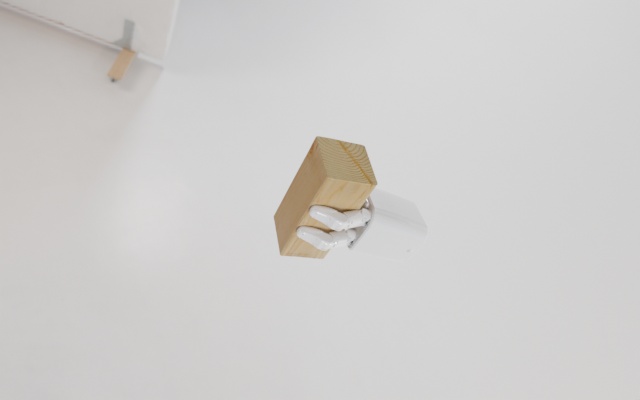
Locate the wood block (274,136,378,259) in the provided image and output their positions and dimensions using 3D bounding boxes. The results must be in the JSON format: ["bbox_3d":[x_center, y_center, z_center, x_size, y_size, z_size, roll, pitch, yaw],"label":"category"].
[{"bbox_3d":[0.000,0.002,0.802,0.090,0.090,0.206,8,-43,-25],"label":"wood block"}]
